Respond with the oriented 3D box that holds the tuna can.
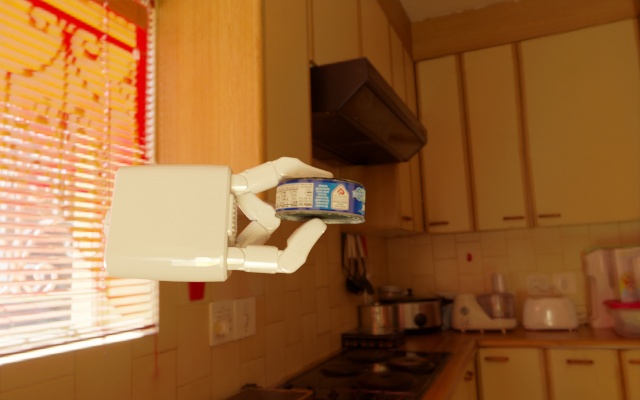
[{"bbox_3d":[0.000,0.001,0.455,0.086,0.033,0.086,3,-8,0],"label":"tuna can"}]
